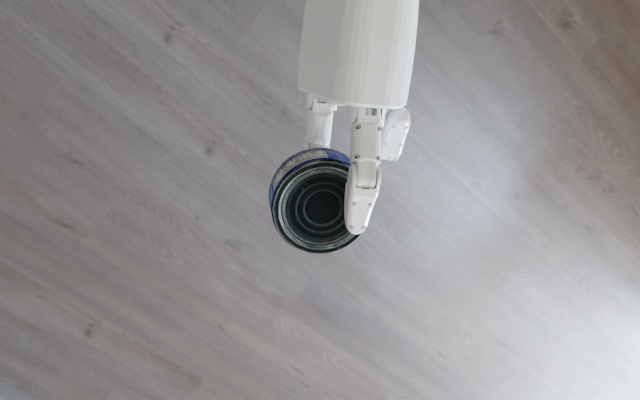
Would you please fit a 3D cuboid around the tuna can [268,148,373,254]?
[{"bbox_3d":[0.000,0.002,0.401,0.086,0.086,0.033,0,22,-9],"label":"tuna can"}]
